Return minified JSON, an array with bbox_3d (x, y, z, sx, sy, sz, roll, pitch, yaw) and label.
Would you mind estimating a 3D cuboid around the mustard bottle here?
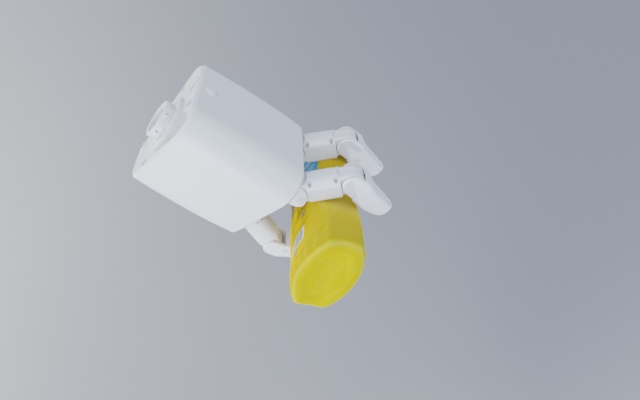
[{"bbox_3d":[0.000,0.002,0.474,0.058,0.096,0.191,12,42,-15],"label":"mustard bottle"}]
